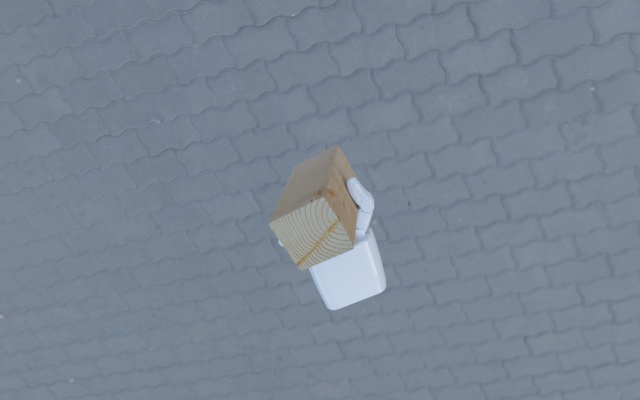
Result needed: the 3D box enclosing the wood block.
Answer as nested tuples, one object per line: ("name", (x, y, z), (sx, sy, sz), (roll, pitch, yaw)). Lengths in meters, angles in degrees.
("wood block", (0.001, 0.003, 0.737), (0.091, 0.090, 0.206), (-25, 21, 18))
